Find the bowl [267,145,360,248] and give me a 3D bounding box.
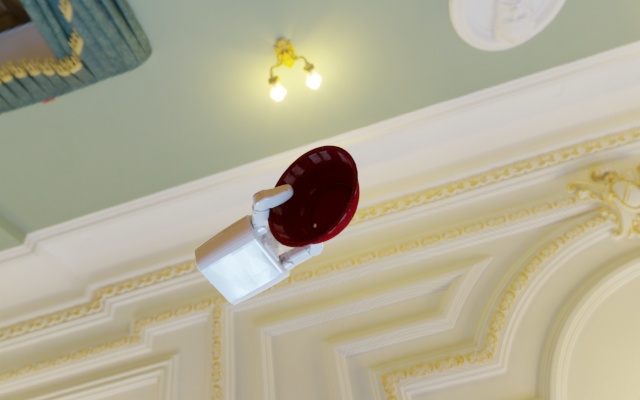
[{"bbox_3d":[0.001,0.002,0.692,0.162,0.162,0.055,0,-26,42],"label":"bowl"}]
